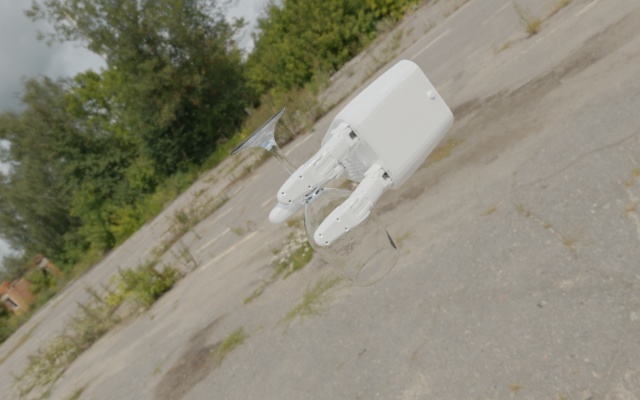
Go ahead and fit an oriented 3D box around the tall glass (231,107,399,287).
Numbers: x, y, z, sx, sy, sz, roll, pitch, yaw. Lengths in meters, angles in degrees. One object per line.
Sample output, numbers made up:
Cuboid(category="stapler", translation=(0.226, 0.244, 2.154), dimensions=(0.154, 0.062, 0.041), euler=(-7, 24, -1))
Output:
Cuboid(category="tall glass", translation=(0.000, 0.001, 0.509), dimensions=(0.079, 0.201, 0.079), euler=(-38, 14, 11))
